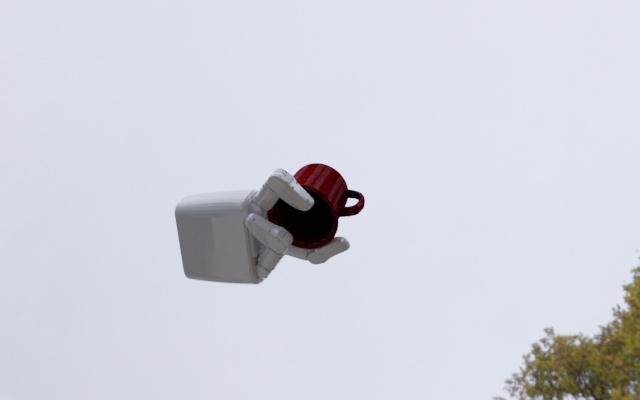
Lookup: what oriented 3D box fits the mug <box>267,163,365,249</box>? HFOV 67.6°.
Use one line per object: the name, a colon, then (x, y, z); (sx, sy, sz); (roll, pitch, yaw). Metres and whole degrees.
mug: (0.001, 0.002, 0.616); (0.117, 0.093, 0.081); (-3, 27, 21)
